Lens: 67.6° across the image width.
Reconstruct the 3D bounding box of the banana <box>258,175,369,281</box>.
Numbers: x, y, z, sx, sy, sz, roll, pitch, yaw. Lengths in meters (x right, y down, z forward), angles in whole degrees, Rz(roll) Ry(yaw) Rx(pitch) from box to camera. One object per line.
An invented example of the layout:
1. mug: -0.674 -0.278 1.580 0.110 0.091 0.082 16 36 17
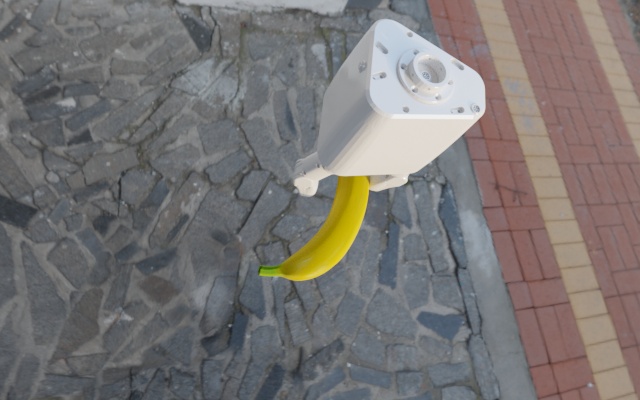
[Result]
1. banana: 0.014 0.015 0.524 0.069 0.197 0.037 36 -26 -4
